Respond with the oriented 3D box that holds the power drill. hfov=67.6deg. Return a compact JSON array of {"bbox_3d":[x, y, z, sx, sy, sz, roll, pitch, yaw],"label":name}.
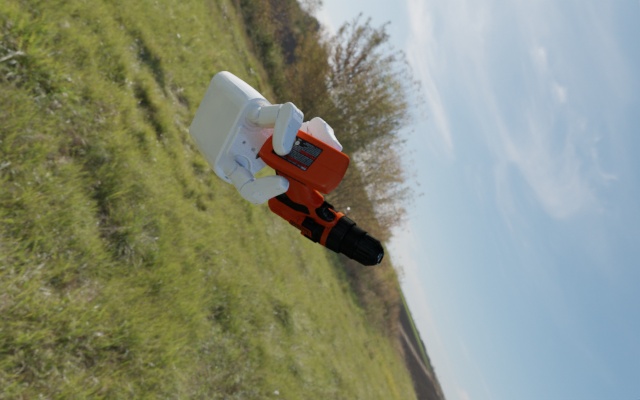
[{"bbox_3d":[0.000,0.002,0.605,0.184,0.057,0.188,28,-25,20],"label":"power drill"}]
